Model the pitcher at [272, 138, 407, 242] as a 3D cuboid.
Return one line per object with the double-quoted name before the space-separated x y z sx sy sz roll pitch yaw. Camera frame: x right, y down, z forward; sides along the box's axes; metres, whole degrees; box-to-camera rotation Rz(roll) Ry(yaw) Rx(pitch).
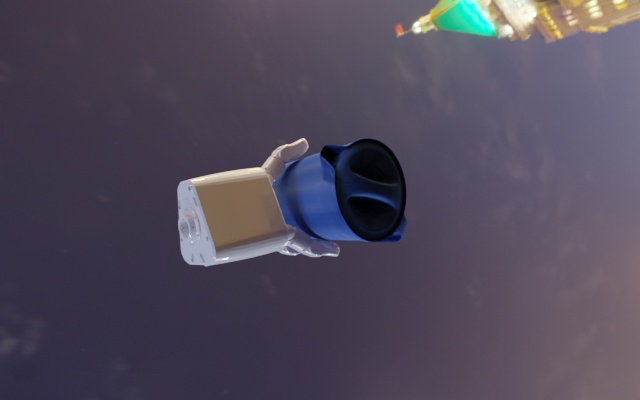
"pitcher" 0.000 0.002 0.697 0.145 0.149 0.243 -13 4 -40
